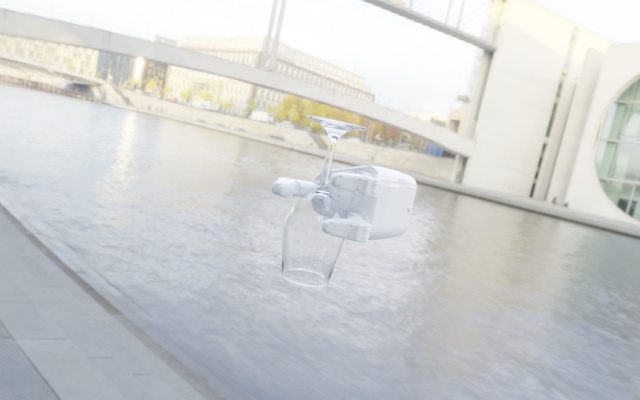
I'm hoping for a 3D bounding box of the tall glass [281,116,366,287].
[{"bbox_3d":[0.000,0.001,0.593,0.079,0.201,0.079,12,7,-1],"label":"tall glass"}]
